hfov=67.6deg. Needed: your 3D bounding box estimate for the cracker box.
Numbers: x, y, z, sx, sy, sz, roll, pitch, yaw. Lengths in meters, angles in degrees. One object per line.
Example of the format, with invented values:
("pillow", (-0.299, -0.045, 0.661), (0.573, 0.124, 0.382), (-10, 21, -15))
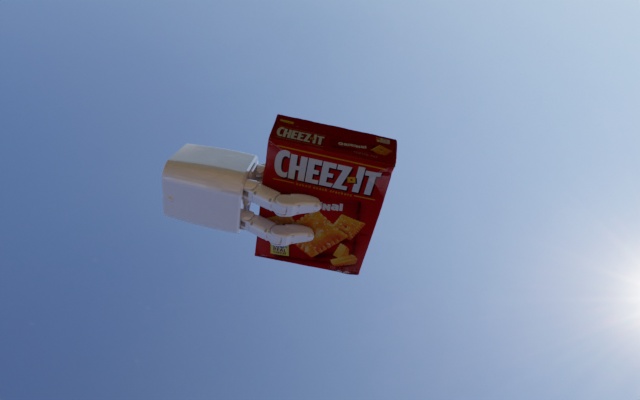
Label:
("cracker box", (0.000, 0.002, 0.671), (0.164, 0.214, 0.072), (12, 40, -1))
